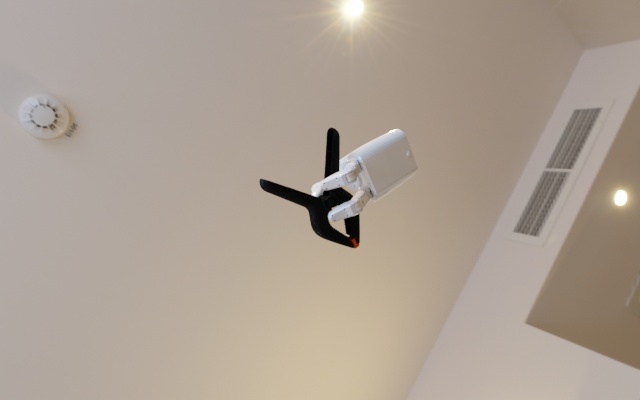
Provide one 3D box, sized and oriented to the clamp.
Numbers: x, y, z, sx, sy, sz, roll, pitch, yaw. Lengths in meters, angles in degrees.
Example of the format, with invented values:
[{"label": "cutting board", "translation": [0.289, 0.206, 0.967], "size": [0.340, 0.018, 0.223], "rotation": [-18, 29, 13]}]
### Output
[{"label": "clamp", "translation": [0.000, 0.003, 0.822], "size": [0.164, 0.210, 0.036], "rotation": [-31, 19, -19]}]
